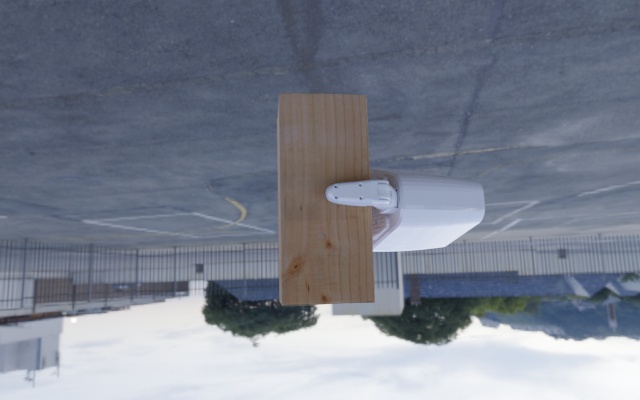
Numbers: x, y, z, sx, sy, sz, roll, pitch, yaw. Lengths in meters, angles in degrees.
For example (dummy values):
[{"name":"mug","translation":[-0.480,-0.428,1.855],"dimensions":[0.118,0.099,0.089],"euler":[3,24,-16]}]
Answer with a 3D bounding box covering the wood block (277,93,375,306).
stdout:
[{"name":"wood block","translation":[0.001,0.002,0.500],"dimensions":[0.090,0.206,0.091],"euler":[-1,-9,-8]}]
